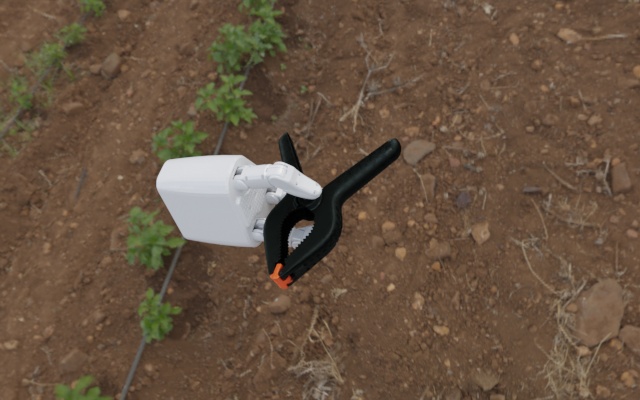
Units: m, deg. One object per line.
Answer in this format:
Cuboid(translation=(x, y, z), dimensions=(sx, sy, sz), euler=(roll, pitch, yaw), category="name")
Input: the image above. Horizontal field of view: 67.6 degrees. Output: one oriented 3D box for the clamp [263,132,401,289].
Cuboid(translation=(-0.001, 0.002, 0.548), dimensions=(0.164, 0.210, 0.036), euler=(0, -33, 25), category="clamp")
